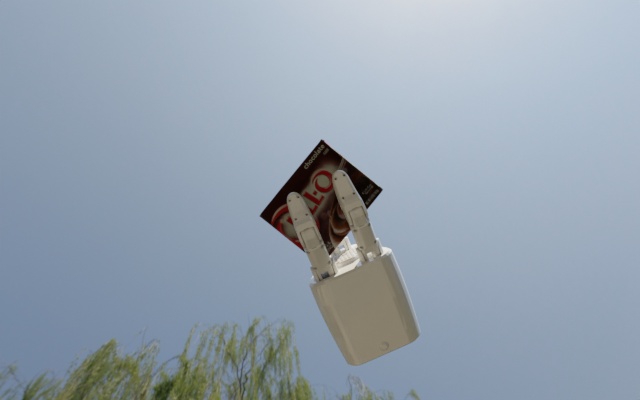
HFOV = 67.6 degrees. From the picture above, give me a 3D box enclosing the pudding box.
[{"bbox_3d":[0.000,0.002,0.543,0.090,0.113,0.039,39,1,-5],"label":"pudding box"}]
